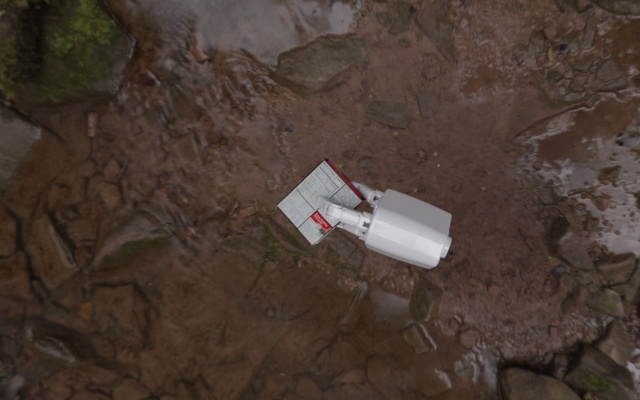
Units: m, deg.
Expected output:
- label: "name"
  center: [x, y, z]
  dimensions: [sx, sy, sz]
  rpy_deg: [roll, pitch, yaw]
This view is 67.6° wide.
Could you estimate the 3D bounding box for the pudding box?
- label: "pudding box"
  center: [0.000, 0.003, 0.747]
  dimensions: [0.113, 0.090, 0.039]
  rpy_deg: [-43, -4, 12]
